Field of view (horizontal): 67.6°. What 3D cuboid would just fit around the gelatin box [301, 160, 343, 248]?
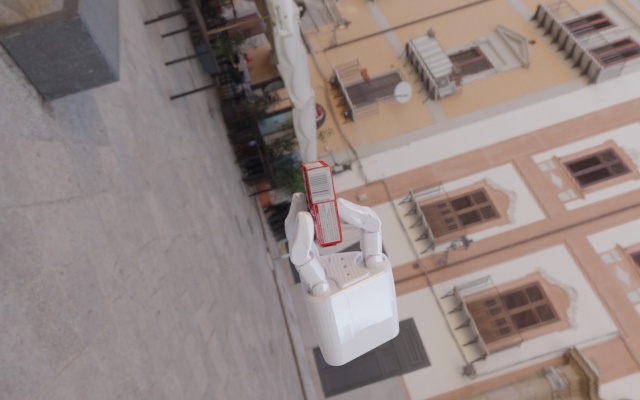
[{"bbox_3d":[0.000,0.001,0.548,0.030,0.089,0.073,-10,11,-4],"label":"gelatin box"}]
